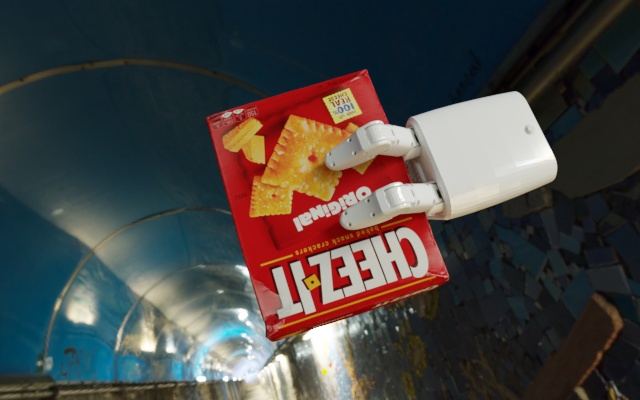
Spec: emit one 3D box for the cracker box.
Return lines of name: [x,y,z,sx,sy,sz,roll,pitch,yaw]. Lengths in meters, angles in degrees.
cracker box: [0.000,0.001,0.446,0.164,0.213,0.072,-17,-17,-6]
